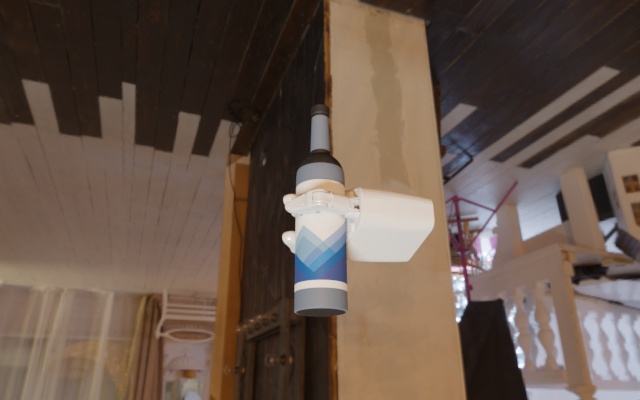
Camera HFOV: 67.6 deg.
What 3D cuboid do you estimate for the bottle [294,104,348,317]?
[{"bbox_3d":[0.000,0.002,0.644,0.069,0.295,0.069,0,-22,0],"label":"bottle"}]
